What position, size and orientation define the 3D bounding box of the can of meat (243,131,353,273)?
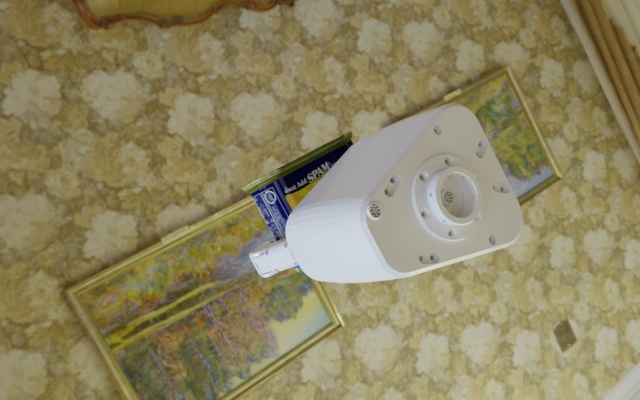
[{"bbox_3d":[0.000,0.002,0.406,0.102,0.084,0.057,-31,5,-28],"label":"can of meat"}]
